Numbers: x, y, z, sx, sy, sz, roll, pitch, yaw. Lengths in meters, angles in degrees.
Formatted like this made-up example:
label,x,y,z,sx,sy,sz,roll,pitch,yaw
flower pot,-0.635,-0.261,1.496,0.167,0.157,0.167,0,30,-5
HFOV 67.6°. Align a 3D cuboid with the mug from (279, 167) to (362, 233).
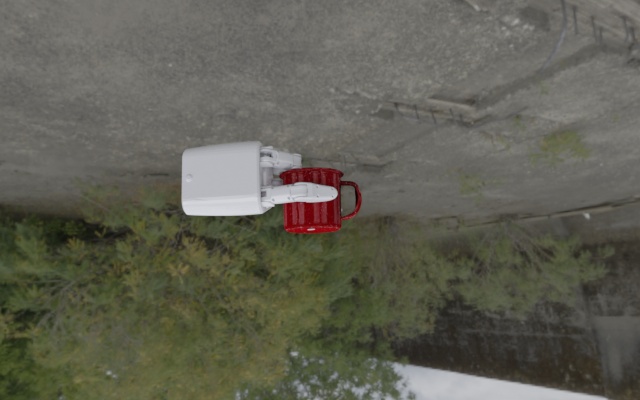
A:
label,x,y,z,sx,sy,sz,roll,pitch,yaw
mug,0.002,0.002,0.678,0.117,0.081,0.093,-3,-9,7
